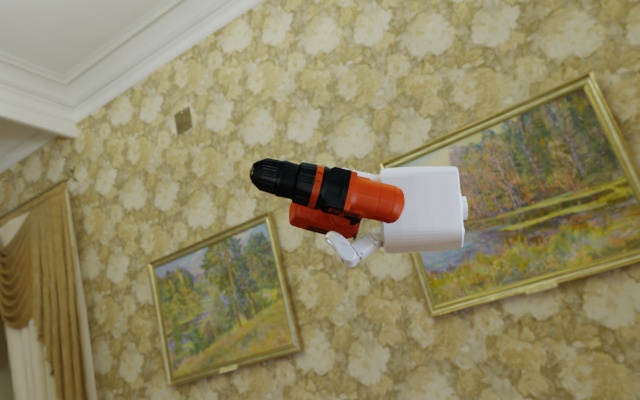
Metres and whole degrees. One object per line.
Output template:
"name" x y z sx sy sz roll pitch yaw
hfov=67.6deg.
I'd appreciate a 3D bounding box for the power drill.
"power drill" 0.000 0.002 0.626 0.184 0.057 0.188 15 -12 -3
